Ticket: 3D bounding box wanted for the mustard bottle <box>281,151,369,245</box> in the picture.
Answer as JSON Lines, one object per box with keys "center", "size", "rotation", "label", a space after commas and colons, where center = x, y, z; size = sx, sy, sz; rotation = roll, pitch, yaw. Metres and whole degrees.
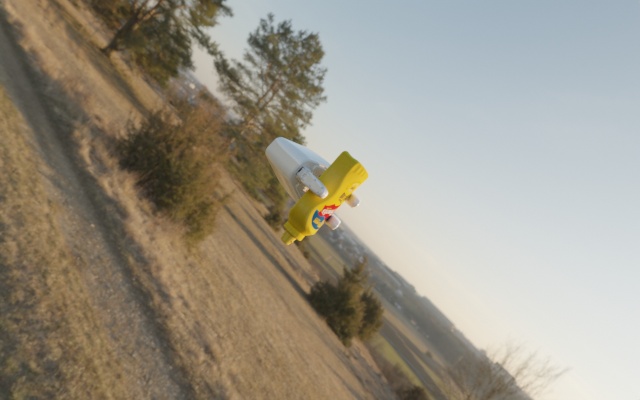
{"center": [0.001, 0.003, 0.845], "size": [0.058, 0.191, 0.096], "rotation": [44, 1, 18], "label": "mustard bottle"}
